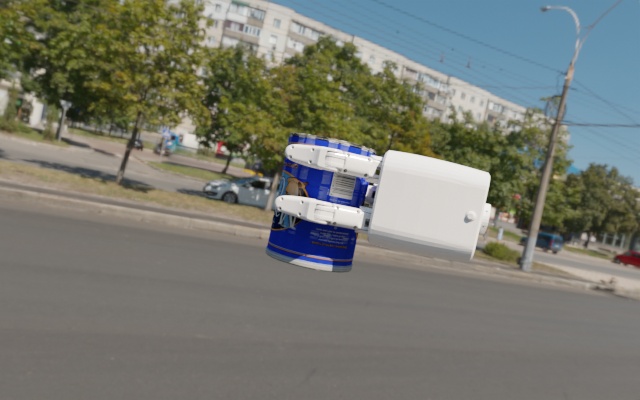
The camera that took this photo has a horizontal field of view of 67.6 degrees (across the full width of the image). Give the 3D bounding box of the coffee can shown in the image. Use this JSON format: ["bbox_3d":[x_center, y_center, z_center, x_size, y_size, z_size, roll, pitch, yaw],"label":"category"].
[{"bbox_3d":[0.000,0.002,0.553,0.103,0.140,0.103,12,2,0],"label":"coffee can"}]
